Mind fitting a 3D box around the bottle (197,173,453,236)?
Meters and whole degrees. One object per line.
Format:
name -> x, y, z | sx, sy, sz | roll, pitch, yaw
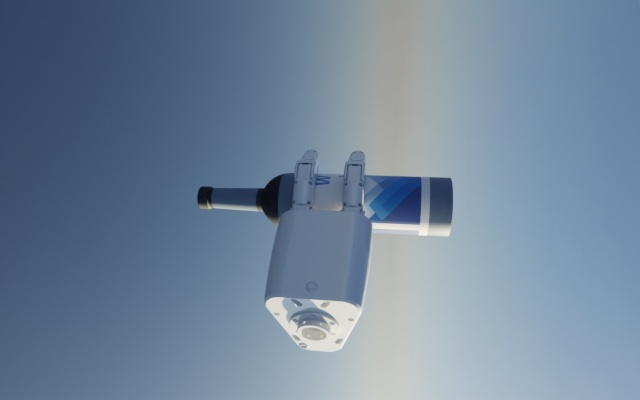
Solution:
bottle -> 0.000, 0.002, 0.560 | 0.296, 0.069, 0.069 | 2, 0, 9
